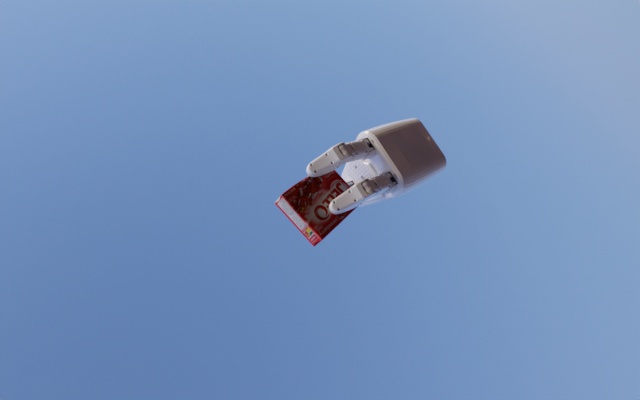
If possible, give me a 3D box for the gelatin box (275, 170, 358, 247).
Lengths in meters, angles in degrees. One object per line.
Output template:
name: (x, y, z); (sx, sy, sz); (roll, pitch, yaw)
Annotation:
gelatin box: (0.000, 0.002, 0.597); (0.089, 0.073, 0.030); (-40, -4, -35)
